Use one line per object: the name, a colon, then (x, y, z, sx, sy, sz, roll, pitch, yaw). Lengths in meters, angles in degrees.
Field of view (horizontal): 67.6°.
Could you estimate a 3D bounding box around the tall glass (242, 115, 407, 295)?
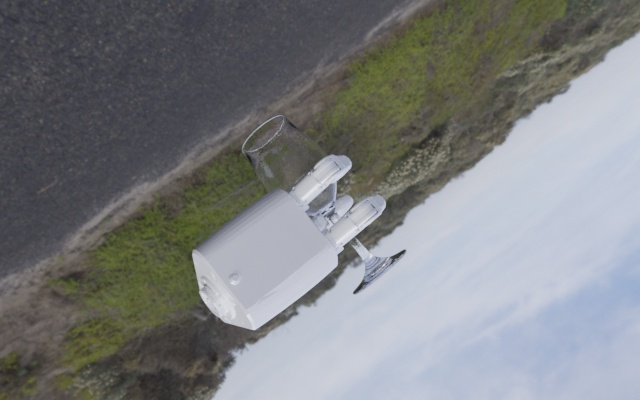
tall glass: (0.001, 0.002, 0.521, 0.079, 0.201, 0.079, -39, -6, -5)
